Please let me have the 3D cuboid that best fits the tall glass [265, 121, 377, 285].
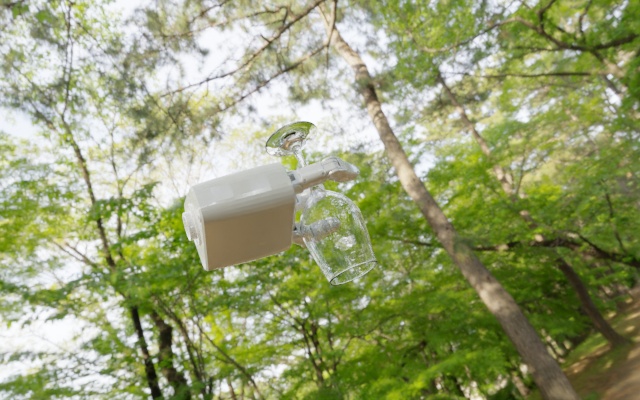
[{"bbox_3d":[0.000,0.001,0.594,0.079,0.201,0.079,-21,-23,-9],"label":"tall glass"}]
